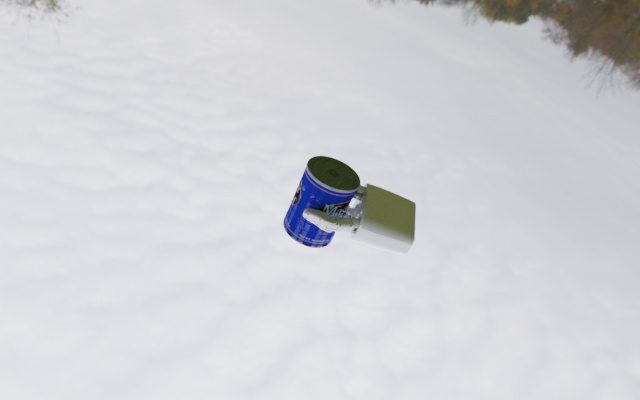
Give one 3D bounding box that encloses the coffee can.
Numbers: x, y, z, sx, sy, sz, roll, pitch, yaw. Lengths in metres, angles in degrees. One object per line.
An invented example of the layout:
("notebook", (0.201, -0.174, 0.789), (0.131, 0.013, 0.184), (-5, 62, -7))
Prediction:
("coffee can", (0.000, 0.003, 0.889), (0.103, 0.140, 0.102), (17, 33, -12))
